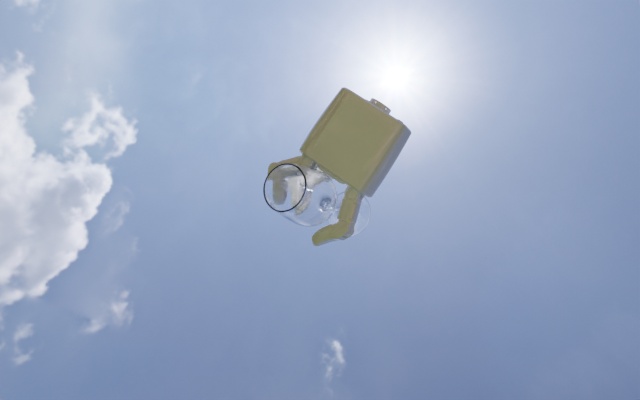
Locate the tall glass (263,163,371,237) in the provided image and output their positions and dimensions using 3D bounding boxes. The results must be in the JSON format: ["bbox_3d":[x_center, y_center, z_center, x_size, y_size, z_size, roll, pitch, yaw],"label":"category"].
[{"bbox_3d":[0.000,0.002,0.670,0.079,0.079,0.201,0,-10,27],"label":"tall glass"}]
